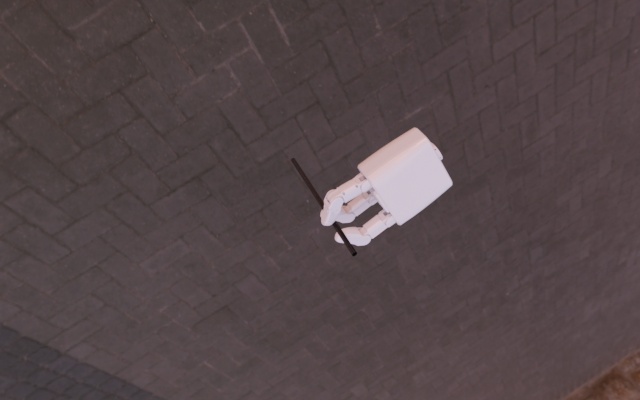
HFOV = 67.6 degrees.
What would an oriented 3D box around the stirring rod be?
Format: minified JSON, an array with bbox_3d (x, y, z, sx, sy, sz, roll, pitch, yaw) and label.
[{"bbox_3d":[0.000,0.002,0.765,0.011,0.011,0.239,0,39,-31],"label":"stirring rod"}]
